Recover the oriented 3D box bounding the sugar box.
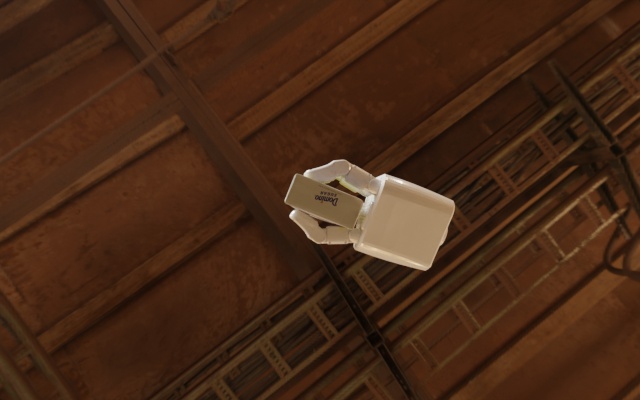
[{"bbox_3d":[0.000,0.002,0.664,0.093,0.048,0.176,22,-4,-4],"label":"sugar box"}]
